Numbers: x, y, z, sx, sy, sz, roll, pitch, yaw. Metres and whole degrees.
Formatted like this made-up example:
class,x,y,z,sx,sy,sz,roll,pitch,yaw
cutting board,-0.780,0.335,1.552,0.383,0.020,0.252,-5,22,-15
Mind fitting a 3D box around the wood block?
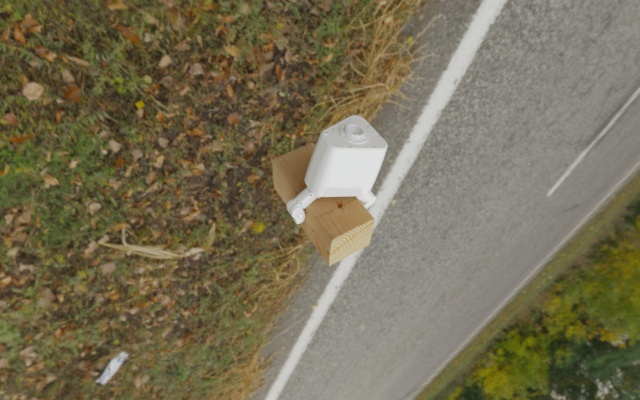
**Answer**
class,x,y,z,sx,sy,sz,roll,pitch,yaw
wood block,0.000,0.003,0.884,0.091,0.206,0.090,-25,-32,-20
